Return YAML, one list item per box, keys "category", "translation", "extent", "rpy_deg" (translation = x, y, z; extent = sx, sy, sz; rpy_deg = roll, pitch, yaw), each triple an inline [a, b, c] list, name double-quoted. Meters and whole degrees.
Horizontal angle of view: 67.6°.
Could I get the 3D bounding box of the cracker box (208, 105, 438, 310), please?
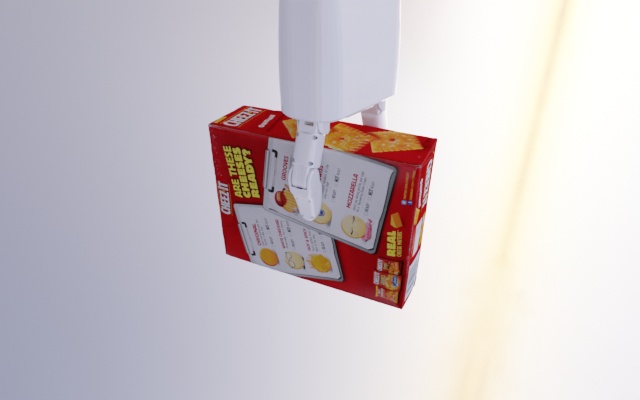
- category: "cracker box"
  translation: [0.000, 0.002, 0.492]
  extent: [0.213, 0.164, 0.072]
  rpy_deg: [14, 34, 22]
